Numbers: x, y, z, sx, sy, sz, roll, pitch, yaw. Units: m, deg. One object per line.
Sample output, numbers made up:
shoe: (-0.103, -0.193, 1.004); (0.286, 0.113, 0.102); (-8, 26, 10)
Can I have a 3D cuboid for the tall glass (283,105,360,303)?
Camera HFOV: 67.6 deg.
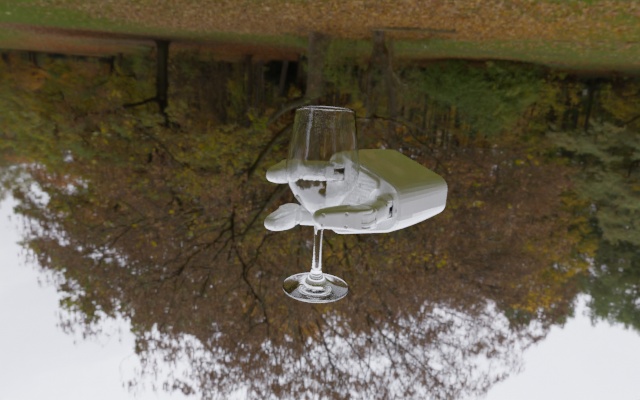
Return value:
tall glass: (0.000, 0.002, 0.513); (0.079, 0.201, 0.079); (3, 15, -1)
